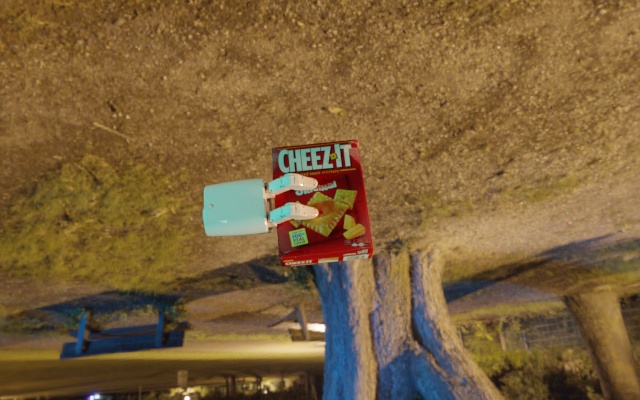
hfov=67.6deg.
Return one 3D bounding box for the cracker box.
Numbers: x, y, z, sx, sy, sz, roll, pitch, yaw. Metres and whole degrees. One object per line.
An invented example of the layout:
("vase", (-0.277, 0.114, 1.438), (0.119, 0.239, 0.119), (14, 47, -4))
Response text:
("cracker box", (0.000, 0.003, 0.862), (0.164, 0.213, 0.072), (-6, -21, -1))
